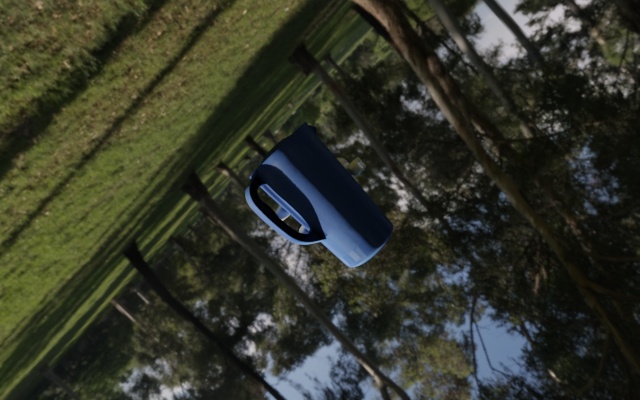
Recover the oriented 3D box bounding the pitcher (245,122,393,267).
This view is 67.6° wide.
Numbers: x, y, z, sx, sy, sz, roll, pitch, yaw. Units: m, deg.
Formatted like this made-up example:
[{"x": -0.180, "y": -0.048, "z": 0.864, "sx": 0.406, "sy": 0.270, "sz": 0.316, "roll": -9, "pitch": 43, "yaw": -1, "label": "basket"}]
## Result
[{"x": 0.000, "y": 0.003, "z": 0.808, "sx": 0.149, "sy": 0.243, "sz": 0.145, "roll": -42, "pitch": 7, "yaw": 14, "label": "pitcher"}]
